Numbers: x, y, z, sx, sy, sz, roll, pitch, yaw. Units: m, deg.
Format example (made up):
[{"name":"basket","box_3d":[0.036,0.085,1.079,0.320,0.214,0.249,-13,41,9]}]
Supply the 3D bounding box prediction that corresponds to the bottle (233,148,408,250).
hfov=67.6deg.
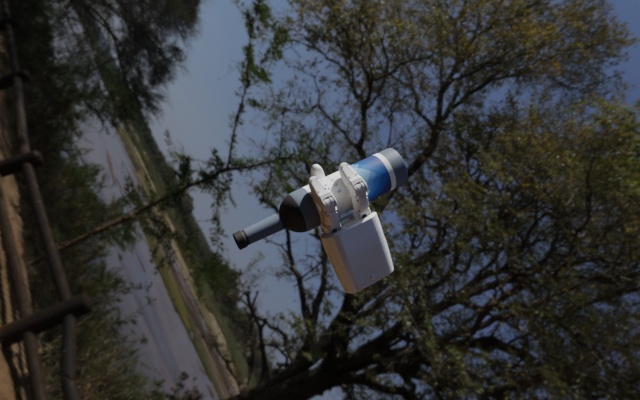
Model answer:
[{"name":"bottle","box_3d":[0.000,0.002,0.763,0.295,0.069,0.069,-25,8,-16]}]
